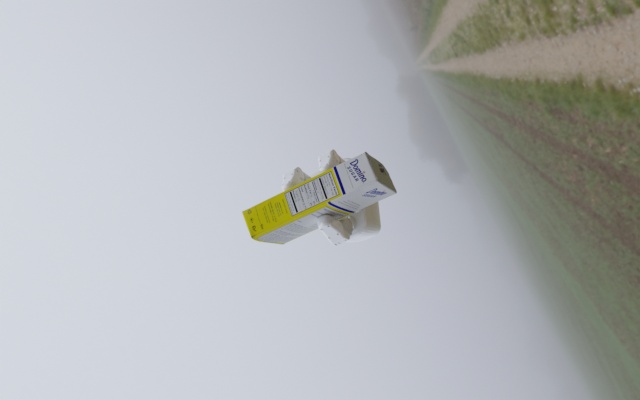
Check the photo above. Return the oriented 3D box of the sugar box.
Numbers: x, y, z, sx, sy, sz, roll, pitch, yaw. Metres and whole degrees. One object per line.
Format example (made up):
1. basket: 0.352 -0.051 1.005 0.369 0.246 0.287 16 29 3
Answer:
1. sugar box: 0.000 0.002 0.604 0.176 0.048 0.093 -27 -18 16
